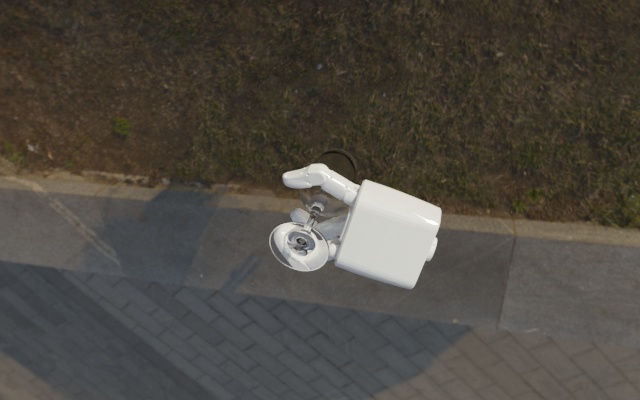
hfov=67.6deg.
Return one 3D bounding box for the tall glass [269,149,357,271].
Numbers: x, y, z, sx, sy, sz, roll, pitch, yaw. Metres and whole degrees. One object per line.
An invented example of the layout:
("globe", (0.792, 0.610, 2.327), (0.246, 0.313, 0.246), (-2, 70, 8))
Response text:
("tall glass", (0.000, 0.002, 0.643), (0.079, 0.079, 0.201), (0, 33, 17))
